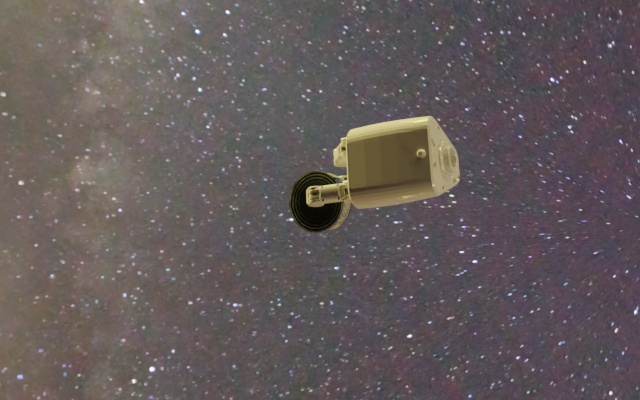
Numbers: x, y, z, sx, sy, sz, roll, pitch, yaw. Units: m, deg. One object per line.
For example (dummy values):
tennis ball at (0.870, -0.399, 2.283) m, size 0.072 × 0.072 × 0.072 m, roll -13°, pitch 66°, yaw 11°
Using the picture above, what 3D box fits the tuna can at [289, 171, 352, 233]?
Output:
tuna can at (0.000, 0.002, 0.673) m, size 0.086 × 0.086 × 0.034 m, roll 0°, pitch -3°, yaw 30°
